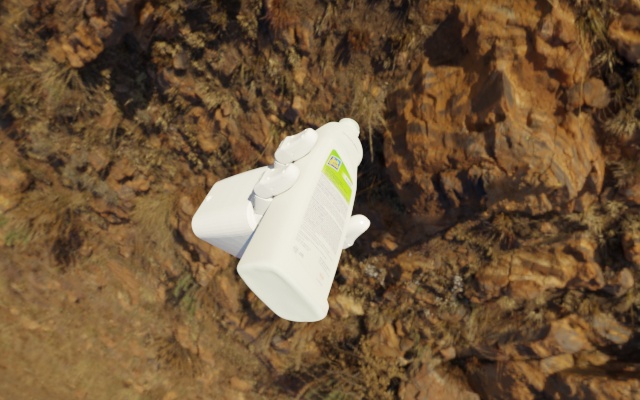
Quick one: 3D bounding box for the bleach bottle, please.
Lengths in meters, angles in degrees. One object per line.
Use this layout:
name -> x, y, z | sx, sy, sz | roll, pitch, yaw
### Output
bleach bottle -> 0.000, 0.002, 0.539 | 0.068, 0.250, 0.103 | -9, -49, 35
